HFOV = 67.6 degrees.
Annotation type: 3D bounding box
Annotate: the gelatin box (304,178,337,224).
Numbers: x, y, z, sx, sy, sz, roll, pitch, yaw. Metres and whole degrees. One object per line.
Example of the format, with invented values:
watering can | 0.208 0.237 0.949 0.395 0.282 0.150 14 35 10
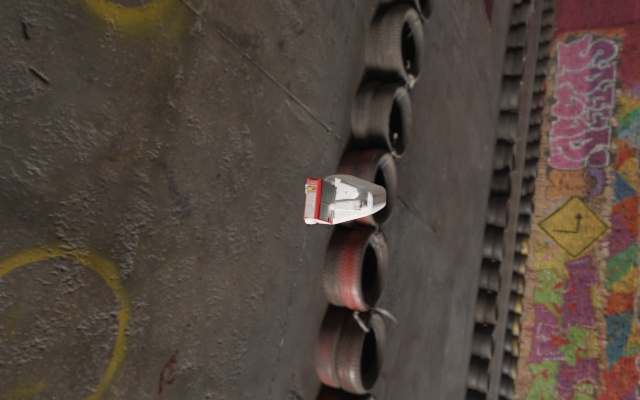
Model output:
gelatin box | 0.000 0.003 0.874 0.030 0.073 0.089 3 -6 21
